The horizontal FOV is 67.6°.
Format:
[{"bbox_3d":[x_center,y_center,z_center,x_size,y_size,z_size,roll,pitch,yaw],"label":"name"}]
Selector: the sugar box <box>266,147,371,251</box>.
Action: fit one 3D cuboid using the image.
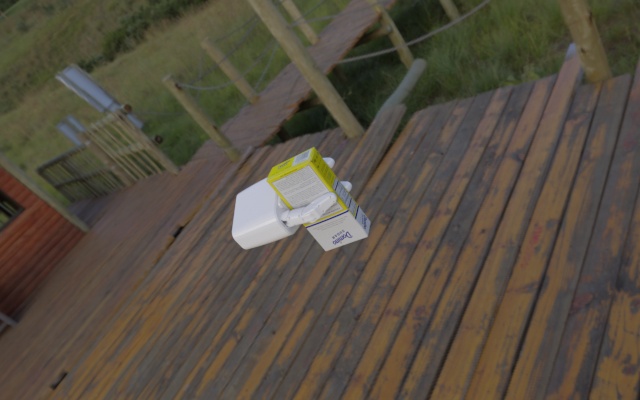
[{"bbox_3d":[0.000,0.002,0.807,0.093,0.176,0.048,-22,32,30],"label":"sugar box"}]
